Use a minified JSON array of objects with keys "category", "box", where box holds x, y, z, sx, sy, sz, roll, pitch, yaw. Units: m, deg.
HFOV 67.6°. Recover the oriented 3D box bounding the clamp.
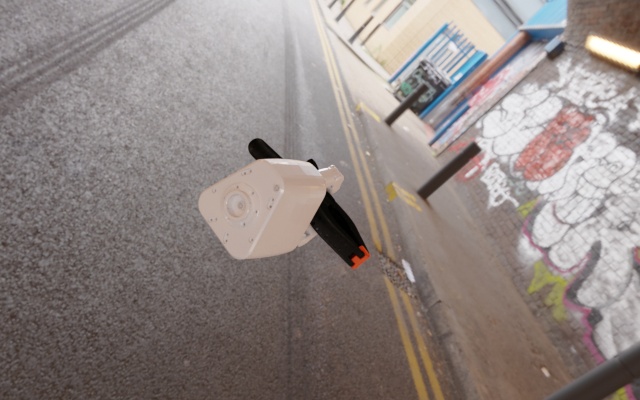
[{"category":"clamp","box":[0.001,0.002,0.668,0.036,0.210,0.164,-43,-16,17]}]
